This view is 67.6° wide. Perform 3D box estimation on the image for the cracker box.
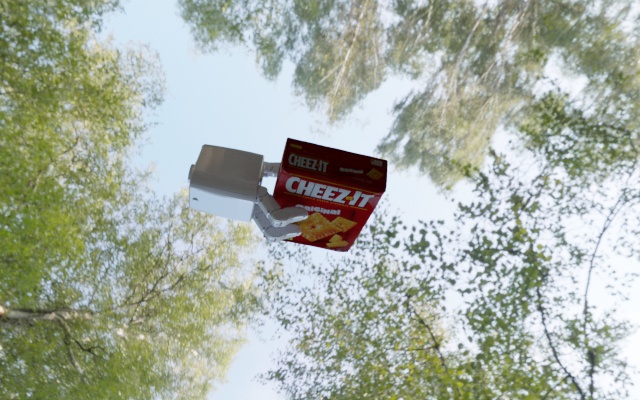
[{"bbox_3d":[0.000,0.003,0.804,0.164,0.072,0.214,12,-34,-8],"label":"cracker box"}]
